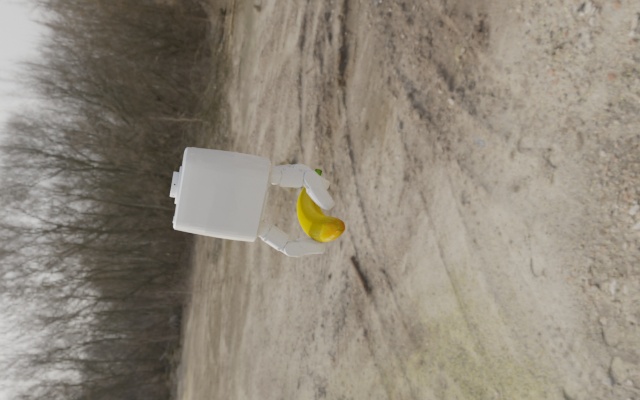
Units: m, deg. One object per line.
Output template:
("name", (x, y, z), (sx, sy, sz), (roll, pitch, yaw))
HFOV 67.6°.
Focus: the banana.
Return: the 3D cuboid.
("banana", (-0.006, 0.017, 0.695), (0.037, 0.070, 0.197), (12, 23, -17))
